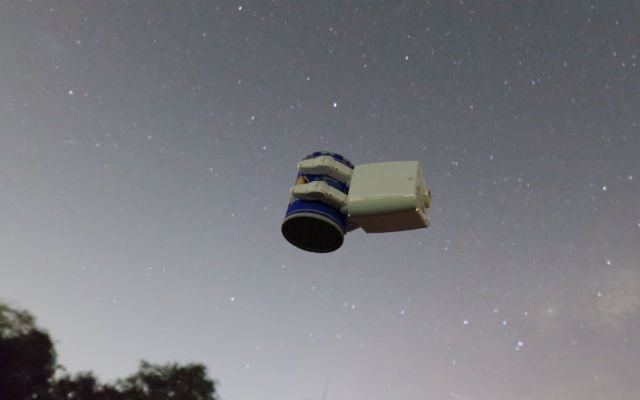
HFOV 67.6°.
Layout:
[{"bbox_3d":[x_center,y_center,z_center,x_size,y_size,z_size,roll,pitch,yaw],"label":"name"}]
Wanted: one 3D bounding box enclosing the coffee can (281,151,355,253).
[{"bbox_3d":[0.000,0.003,0.803,0.103,0.140,0.103,9,-38,7],"label":"coffee can"}]
